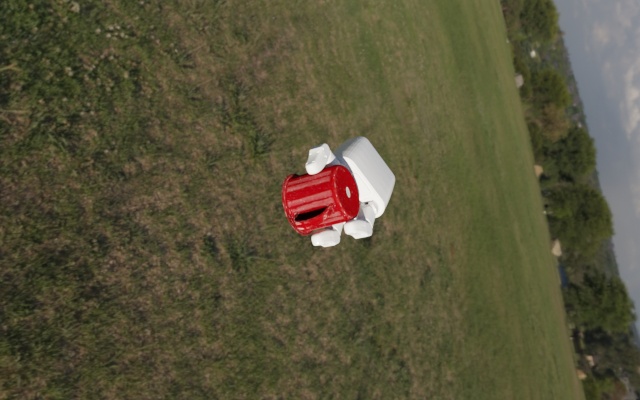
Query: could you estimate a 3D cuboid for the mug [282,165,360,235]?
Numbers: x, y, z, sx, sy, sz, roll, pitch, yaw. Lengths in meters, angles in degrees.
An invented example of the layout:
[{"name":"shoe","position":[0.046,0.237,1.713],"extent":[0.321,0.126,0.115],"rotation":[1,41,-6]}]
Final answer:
[{"name":"mug","position":[0.000,0.003,0.673],"extent":[0.081,0.093,0.117],"rotation":[-15,22,27]}]
